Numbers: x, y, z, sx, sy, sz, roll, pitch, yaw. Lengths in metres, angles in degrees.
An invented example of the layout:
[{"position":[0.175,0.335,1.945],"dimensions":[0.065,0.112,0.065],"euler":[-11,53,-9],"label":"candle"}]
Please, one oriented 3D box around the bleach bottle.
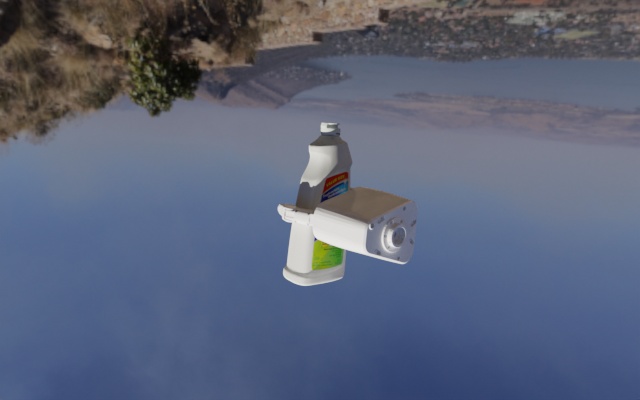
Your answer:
[{"position":[0.000,0.003,0.761],"dimensions":[0.102,0.251,0.068],"euler":[-3,12,-39],"label":"bleach bottle"}]
